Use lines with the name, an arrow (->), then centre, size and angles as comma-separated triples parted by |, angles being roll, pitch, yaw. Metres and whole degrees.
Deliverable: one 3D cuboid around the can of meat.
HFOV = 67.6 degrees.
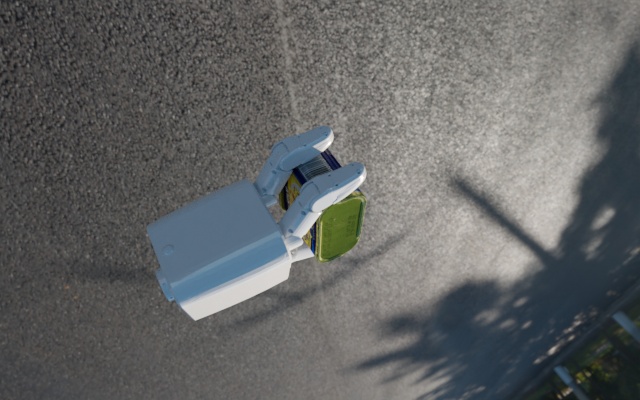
can of meat -> 0.000, 0.002, 0.483 | 0.057, 0.084, 0.102 | -22, -35, -18
